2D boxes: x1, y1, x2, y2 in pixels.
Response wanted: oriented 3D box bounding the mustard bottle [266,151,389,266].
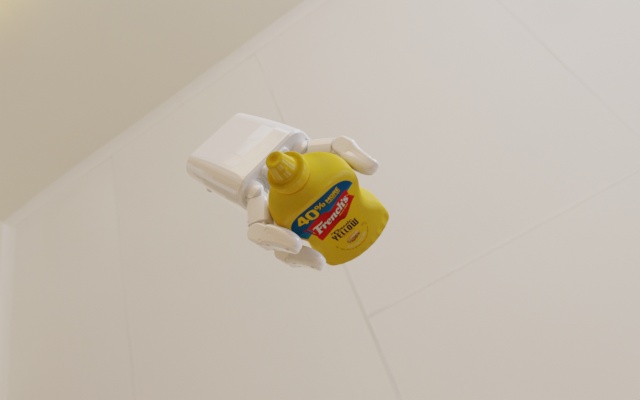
[{"bbox_3d":[0.000,0.002,0.504,0.096,0.058,0.192,-40,-37,6],"label":"mustard bottle"}]
